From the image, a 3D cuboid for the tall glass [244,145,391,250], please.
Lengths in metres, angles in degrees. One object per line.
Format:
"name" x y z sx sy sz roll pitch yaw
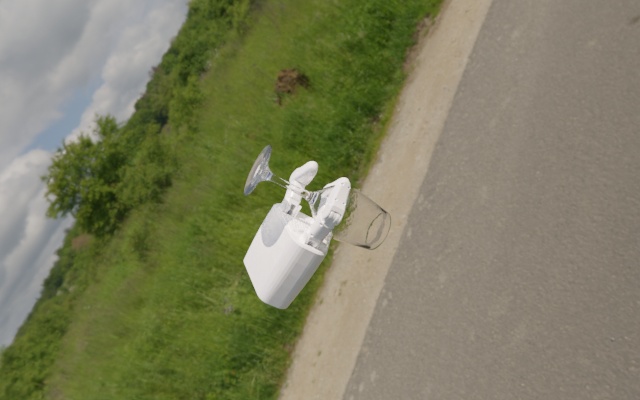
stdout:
"tall glass" 0.000 0.002 0.661 0.201 0.079 0.079 26 -9 -19
